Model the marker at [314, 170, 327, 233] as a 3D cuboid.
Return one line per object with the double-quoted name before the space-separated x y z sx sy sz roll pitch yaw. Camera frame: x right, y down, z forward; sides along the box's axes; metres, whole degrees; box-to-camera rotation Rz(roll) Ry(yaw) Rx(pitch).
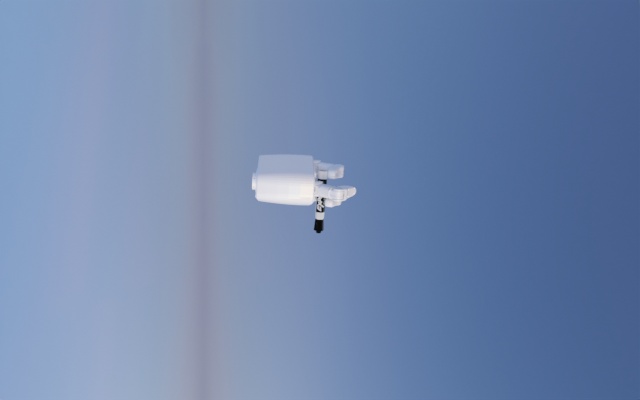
"marker" 0.000 0.003 0.896 0.020 0.121 0.020 4 14 -1
